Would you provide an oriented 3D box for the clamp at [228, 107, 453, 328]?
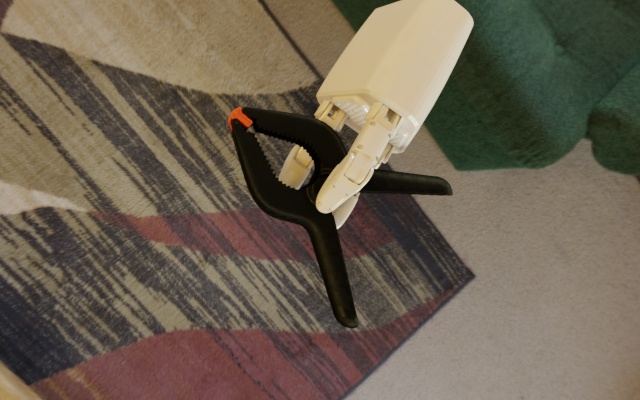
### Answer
[{"bbox_3d":[0.000,0.001,0.419,0.210,0.164,0.036,33,-10,-13],"label":"clamp"}]
